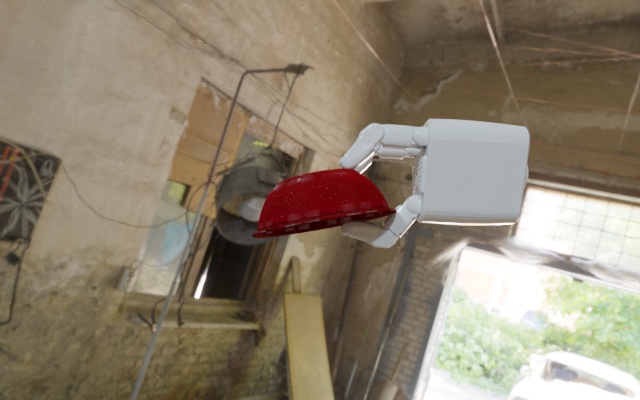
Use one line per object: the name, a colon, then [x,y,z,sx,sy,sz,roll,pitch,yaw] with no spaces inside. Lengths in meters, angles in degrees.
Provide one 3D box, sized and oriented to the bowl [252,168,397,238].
bowl: [-0.001,0.002,0.532,0.162,0.055,0.162,-10,-6,-1]
